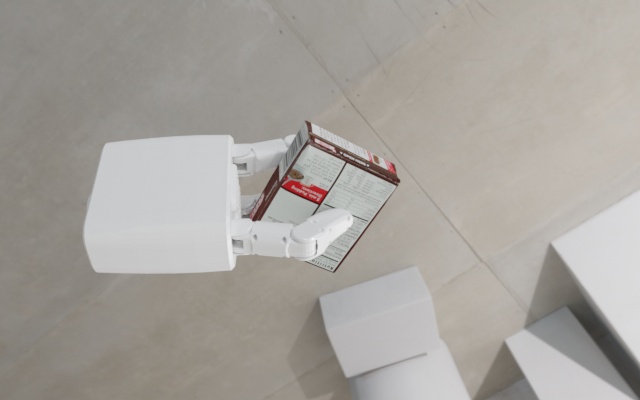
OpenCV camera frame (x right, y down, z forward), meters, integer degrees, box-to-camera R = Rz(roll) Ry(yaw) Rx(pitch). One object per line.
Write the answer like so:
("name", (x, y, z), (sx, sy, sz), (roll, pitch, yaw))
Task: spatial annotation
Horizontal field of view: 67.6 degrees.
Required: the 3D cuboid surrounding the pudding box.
("pudding box", (0.000, 0.001, 0.411), (0.090, 0.113, 0.039), (23, 31, -19))
